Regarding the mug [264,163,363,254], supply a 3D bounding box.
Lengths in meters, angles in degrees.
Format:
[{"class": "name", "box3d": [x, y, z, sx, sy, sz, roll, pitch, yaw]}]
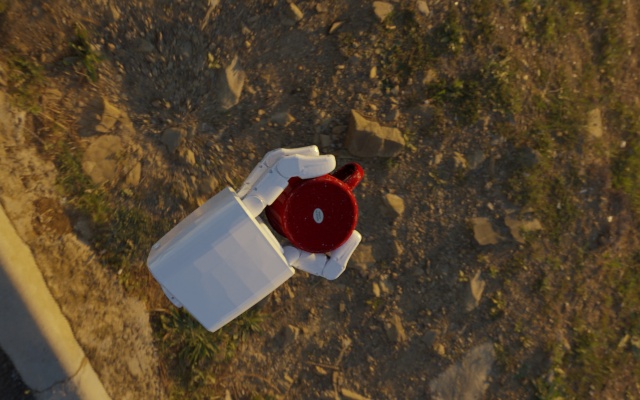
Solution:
[{"class": "mug", "box3d": [0.001, 0.001, 0.519, 0.117, 0.093, 0.081, -39, 17, -6]}]
